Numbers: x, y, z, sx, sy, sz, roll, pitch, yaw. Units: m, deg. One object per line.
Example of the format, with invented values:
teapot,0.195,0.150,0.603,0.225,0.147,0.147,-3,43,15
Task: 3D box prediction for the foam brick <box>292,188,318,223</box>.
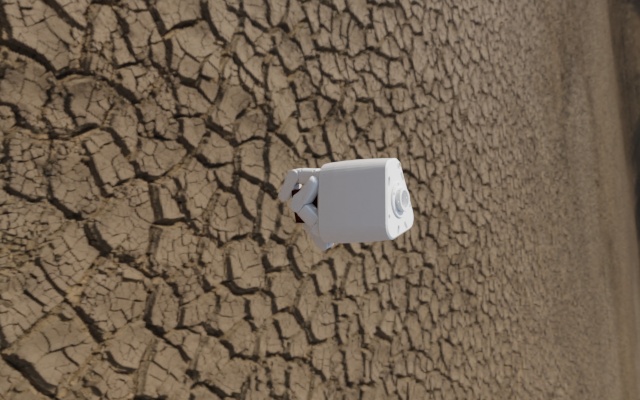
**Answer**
foam brick,0.000,0.002,0.739,0.051,0.053,0.078,-2,10,33
